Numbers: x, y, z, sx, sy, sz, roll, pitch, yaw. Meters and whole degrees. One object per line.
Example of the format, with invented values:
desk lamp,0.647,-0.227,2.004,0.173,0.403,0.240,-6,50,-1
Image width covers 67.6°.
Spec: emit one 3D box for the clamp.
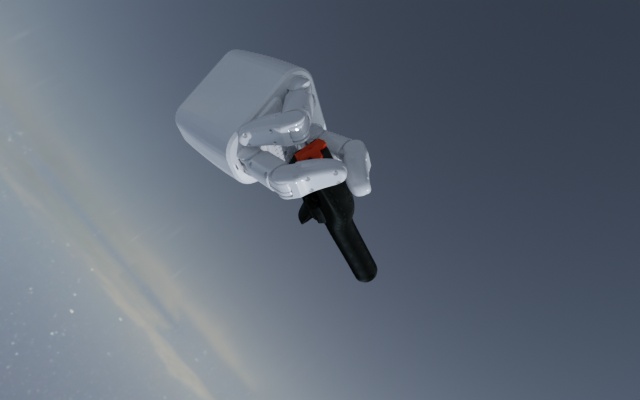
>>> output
clamp,0.000,0.002,0.477,0.039,0.172,0.120,-40,47,-21
